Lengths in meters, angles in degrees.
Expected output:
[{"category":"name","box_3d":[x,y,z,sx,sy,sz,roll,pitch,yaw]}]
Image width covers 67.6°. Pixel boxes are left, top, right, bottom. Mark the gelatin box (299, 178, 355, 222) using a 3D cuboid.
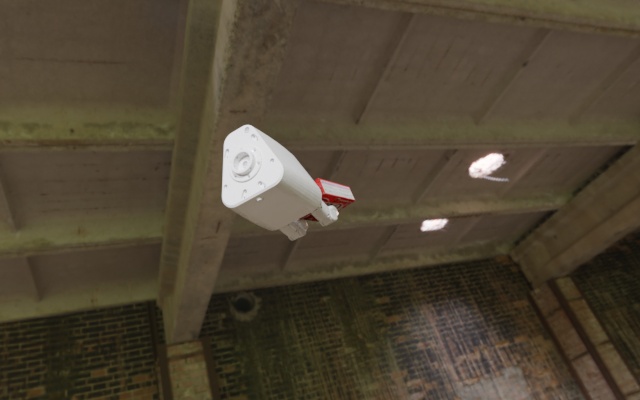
[{"category":"gelatin box","box_3d":[0.000,0.002,0.748,0.073,0.030,0.089,-35,-25,27]}]
